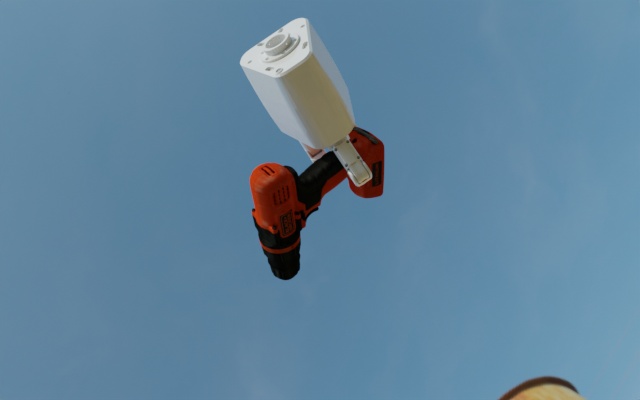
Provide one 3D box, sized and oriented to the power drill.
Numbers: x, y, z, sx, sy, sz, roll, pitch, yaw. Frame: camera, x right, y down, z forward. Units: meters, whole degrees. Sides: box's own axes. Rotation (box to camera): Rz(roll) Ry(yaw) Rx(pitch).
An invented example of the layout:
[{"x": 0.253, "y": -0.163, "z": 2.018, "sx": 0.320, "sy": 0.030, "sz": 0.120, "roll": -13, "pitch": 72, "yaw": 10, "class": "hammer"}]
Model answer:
[{"x": 0.000, "y": 0.002, "z": 0.615, "sx": 0.187, "sy": 0.185, "sz": 0.057, "roll": -34, "pitch": 51, "yaw": -27, "class": "power drill"}]
